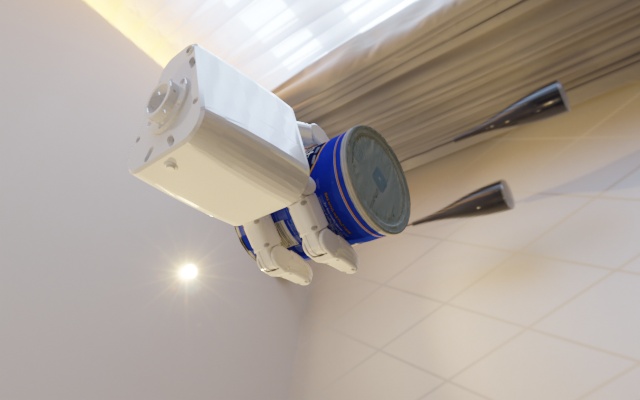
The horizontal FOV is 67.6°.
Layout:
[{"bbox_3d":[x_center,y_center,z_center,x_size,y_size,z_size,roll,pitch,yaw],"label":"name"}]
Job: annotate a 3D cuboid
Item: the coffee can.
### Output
[{"bbox_3d":[0.000,0.001,0.461,0.140,0.103,0.103,-22,-13,34],"label":"coffee can"}]
